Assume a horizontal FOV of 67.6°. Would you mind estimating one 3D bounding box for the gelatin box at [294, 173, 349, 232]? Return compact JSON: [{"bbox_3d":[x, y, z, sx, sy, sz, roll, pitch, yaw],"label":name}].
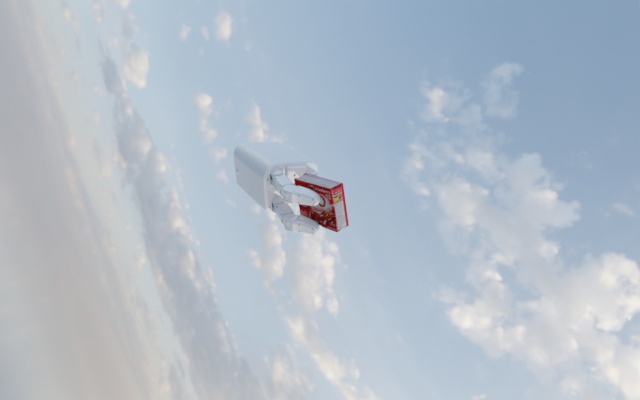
[{"bbox_3d":[0.001,0.002,0.744,0.030,0.073,0.089,-27,30,-35],"label":"gelatin box"}]
